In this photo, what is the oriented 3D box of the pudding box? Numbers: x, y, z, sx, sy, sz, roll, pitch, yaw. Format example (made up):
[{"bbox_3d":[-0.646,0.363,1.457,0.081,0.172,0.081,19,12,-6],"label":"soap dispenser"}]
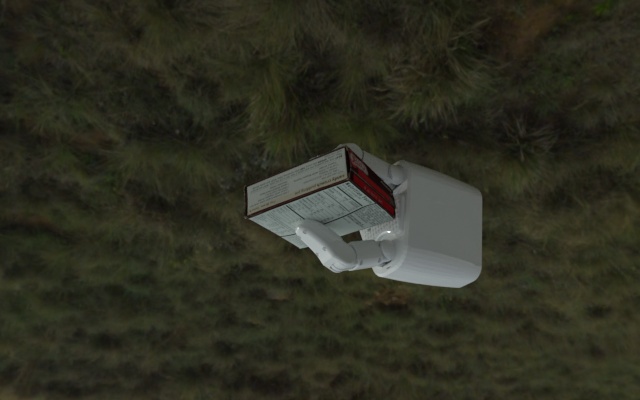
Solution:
[{"bbox_3d":[0.000,0.002,0.440,0.113,0.039,0.090,-21,-35,25],"label":"pudding box"}]
